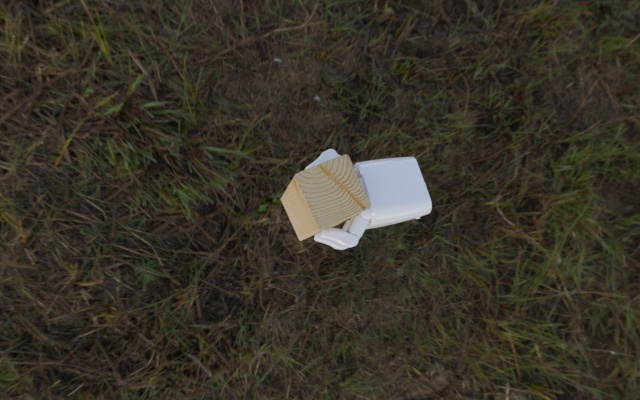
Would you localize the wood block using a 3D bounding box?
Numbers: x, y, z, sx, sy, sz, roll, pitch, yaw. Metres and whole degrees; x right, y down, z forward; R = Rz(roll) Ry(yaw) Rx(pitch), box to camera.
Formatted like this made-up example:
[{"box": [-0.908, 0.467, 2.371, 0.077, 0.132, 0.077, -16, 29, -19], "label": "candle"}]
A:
[{"box": [0.000, 0.002, 0.798, 0.090, 0.091, 0.206, -23, -5, -13], "label": "wood block"}]
